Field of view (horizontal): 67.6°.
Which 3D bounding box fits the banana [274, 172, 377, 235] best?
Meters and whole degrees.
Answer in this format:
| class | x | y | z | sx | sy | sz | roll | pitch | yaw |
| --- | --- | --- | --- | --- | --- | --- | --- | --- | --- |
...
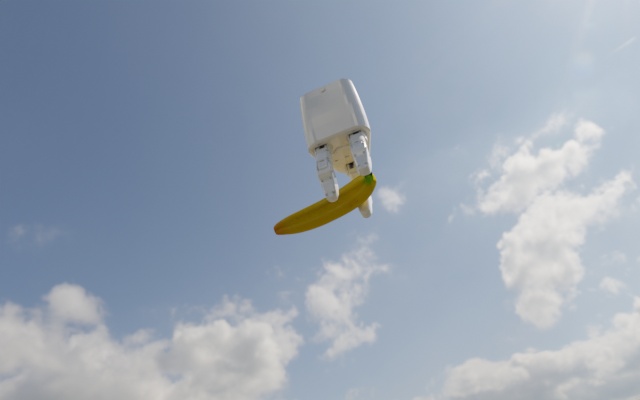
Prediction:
| class | x | y | z | sx | sy | sz | roll | pitch | yaw |
| --- | --- | --- | --- | --- | --- | --- | --- | --- | --- |
| banana | 0.015 | 0.005 | 0.720 | 0.198 | 0.037 | 0.070 | -33 | -33 | 32 |
